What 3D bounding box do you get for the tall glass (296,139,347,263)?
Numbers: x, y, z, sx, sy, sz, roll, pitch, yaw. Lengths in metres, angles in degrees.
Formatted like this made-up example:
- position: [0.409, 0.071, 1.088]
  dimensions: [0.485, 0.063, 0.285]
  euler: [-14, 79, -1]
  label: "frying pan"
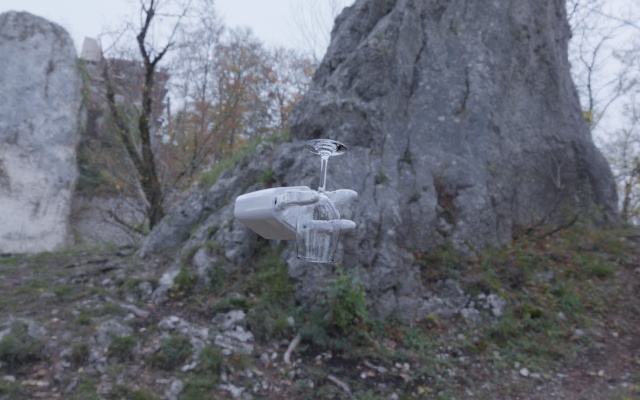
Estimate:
- position: [0.000, 0.002, 0.816]
  dimensions: [0.079, 0.201, 0.079]
  euler: [5, -13, 1]
  label: "tall glass"
